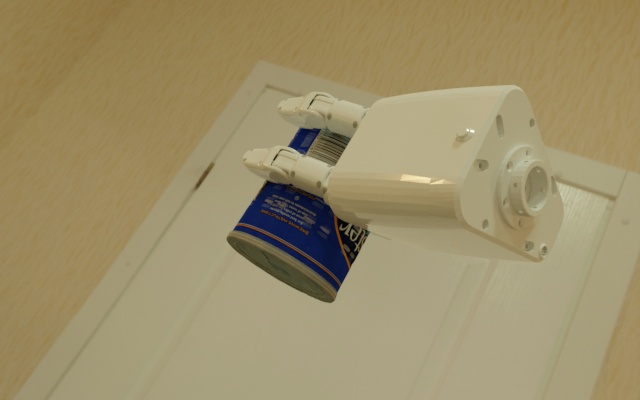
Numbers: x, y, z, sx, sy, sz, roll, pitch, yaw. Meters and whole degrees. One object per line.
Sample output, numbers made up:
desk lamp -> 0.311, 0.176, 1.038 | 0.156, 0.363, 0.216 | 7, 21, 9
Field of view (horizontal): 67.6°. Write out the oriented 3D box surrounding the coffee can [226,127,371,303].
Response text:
coffee can -> 0.000, 0.002, 0.413 | 0.103, 0.140, 0.103 | 28, -18, 10
